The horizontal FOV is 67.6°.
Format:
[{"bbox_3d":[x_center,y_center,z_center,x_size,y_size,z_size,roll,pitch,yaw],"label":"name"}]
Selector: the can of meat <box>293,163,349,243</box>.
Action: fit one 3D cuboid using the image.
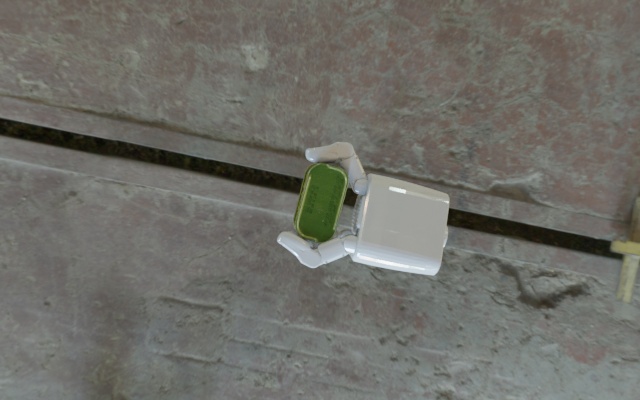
[{"bbox_3d":[0.000,0.002,0.616,0.057,0.102,0.084,14,1,-3],"label":"can of meat"}]
